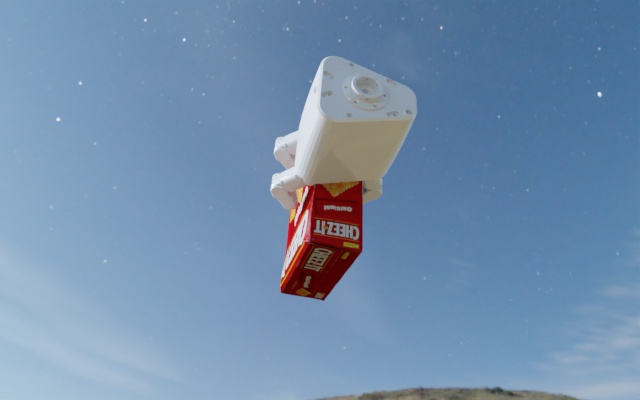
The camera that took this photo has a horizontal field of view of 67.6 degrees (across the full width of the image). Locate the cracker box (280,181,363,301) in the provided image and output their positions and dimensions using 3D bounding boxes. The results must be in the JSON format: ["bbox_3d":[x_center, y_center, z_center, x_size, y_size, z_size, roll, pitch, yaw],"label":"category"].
[{"bbox_3d":[0.000,0.002,0.638,0.072,0.213,0.164,11,-33,-10],"label":"cracker box"}]
